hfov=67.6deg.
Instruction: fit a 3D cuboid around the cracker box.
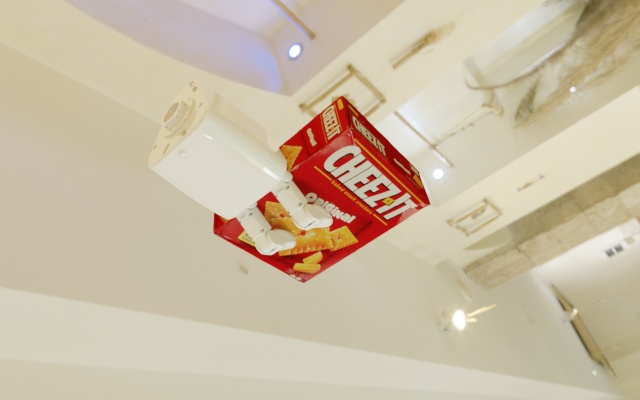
[{"bbox_3d":[0.000,0.002,0.589,0.214,0.072,0.164,-35,-50,23],"label":"cracker box"}]
